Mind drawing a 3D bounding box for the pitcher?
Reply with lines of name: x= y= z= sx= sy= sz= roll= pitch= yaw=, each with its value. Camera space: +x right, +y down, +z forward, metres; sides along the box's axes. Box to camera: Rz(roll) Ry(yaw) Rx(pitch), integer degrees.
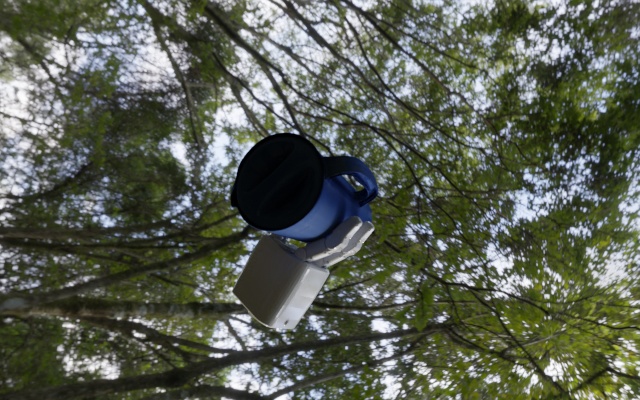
pitcher: x=0.000 y=0.002 z=0.706 sx=0.149 sy=0.145 sz=0.243 roll=31 pitch=0 yaw=29
